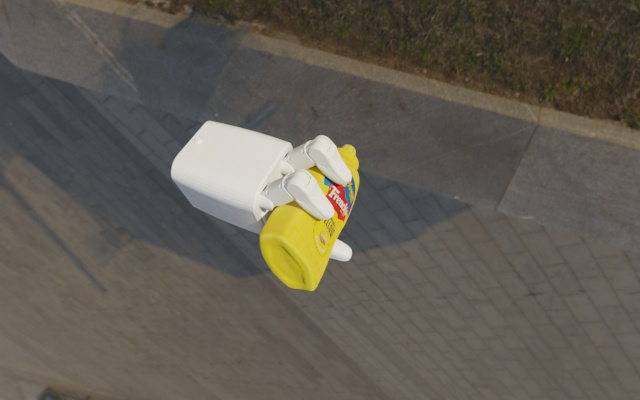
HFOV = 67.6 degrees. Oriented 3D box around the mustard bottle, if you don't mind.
[{"bbox_3d":[0.000,0.002,0.553,0.058,0.096,0.191,2,45,30],"label":"mustard bottle"}]
